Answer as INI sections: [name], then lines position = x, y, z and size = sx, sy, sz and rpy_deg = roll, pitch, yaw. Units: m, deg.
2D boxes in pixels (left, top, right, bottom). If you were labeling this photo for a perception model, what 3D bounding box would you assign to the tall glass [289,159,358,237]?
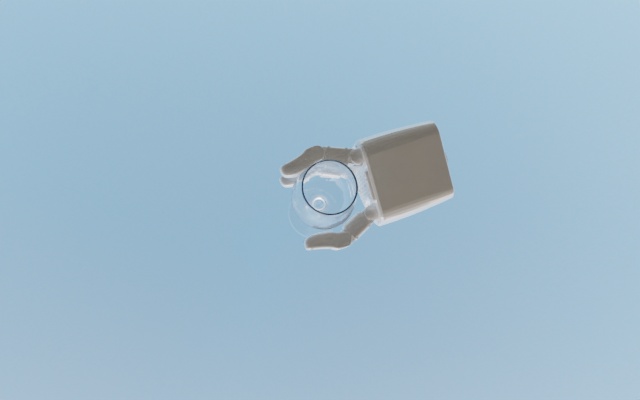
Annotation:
[tall glass]
position = 0.000, 0.002, 0.610
size = 0.079, 0.079, 0.201
rpy_deg = 0, -9, -6
